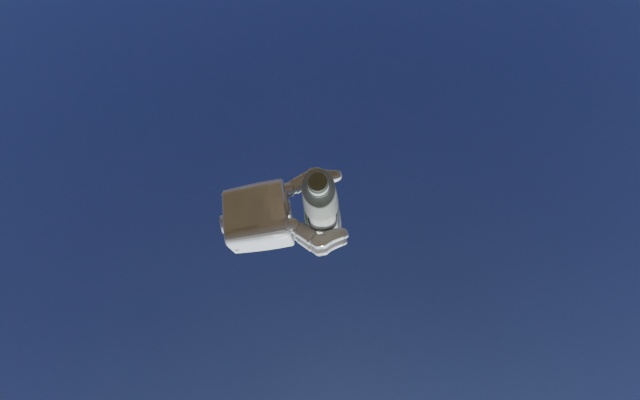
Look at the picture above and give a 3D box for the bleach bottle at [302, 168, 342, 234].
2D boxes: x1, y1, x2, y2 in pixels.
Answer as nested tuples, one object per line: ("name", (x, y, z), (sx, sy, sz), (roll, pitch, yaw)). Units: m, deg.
("bleach bottle", (0.000, 0.003, 0.790), (0.068, 0.102, 0.251), (-9, -17, 0))
